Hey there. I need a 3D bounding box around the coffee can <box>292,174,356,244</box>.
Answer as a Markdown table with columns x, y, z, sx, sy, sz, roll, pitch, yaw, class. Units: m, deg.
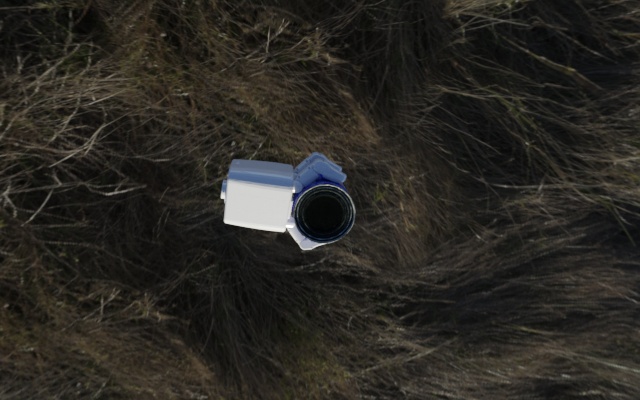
| x | y | z | sx | sy | sz | roll | pitch | yaw | class |
| --- | --- | --- | --- | --- | --- | --- | --- | --- | --- |
| 0.000 | 0.003 | 0.841 | 0.103 | 0.103 | 0.140 | 0 | 17 | -6 | coffee can |
